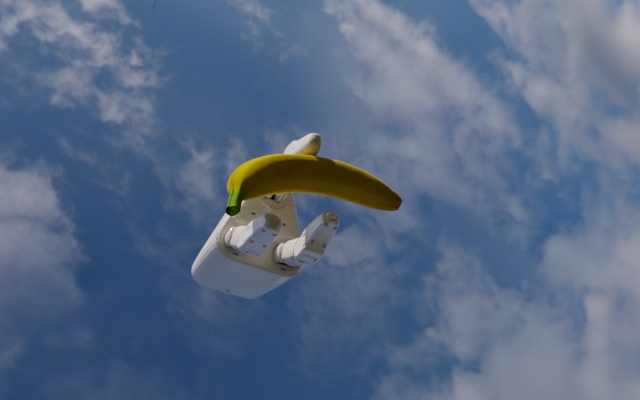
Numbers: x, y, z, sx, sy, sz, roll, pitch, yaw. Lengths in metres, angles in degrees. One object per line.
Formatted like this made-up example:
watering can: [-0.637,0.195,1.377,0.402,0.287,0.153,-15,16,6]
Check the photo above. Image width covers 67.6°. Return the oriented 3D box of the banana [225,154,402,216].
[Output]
banana: [-0.009,-0.014,0.454,0.198,0.069,0.037,-2,-32,-35]
